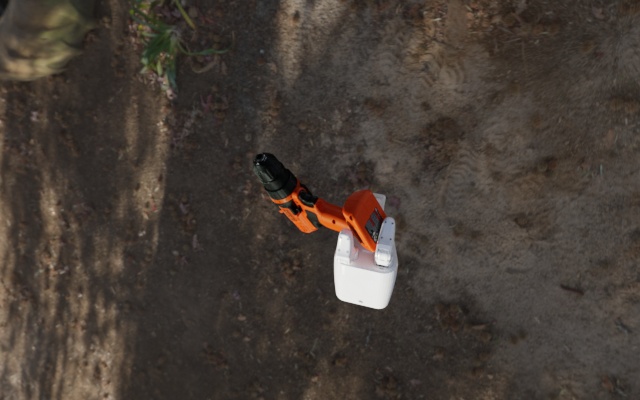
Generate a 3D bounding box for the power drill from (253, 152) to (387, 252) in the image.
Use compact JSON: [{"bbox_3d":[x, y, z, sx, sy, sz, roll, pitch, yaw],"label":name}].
[{"bbox_3d":[0.001,0.003,0.721,0.187,0.057,0.184,17,-23,39],"label":"power drill"}]
